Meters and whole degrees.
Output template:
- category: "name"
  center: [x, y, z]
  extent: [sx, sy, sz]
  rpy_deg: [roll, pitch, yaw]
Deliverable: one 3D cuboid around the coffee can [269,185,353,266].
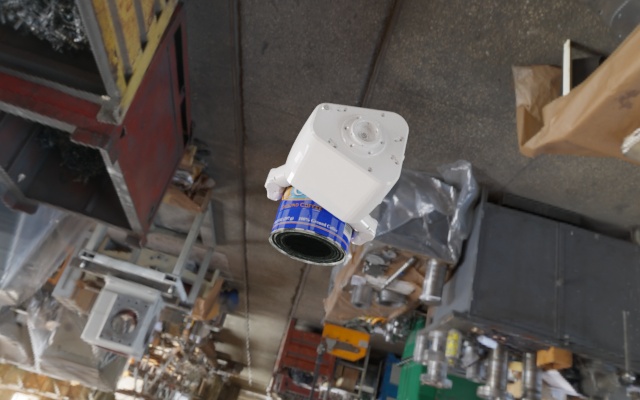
- category: "coffee can"
  center: [0.000, 0.002, 0.639]
  extent: [0.103, 0.140, 0.103]
  rpy_deg: [12, -27, 6]
